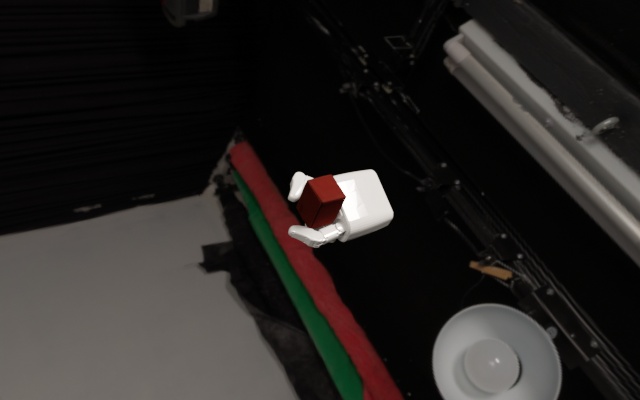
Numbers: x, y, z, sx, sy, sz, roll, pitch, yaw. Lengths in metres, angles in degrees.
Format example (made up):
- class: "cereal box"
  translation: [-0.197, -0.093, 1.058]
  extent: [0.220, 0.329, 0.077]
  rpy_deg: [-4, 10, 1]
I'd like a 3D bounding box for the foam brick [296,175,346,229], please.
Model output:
- class: "foam brick"
  translation: [0.000, 0.003, 0.809]
  extent: [0.051, 0.053, 0.078]
  rpy_deg: [-15, -31, -30]
